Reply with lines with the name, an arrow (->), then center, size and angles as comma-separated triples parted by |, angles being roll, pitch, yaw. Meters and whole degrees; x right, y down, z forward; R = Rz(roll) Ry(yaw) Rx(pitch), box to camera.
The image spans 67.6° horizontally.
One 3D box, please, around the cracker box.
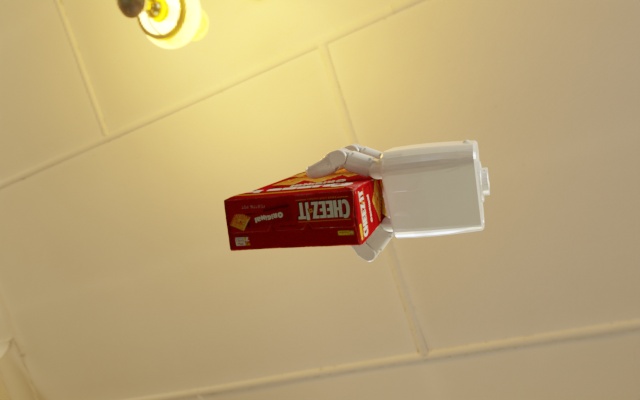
cracker box -> 0.000, 0.002, 0.626 | 0.164, 0.072, 0.213 | -5, 9, 21
